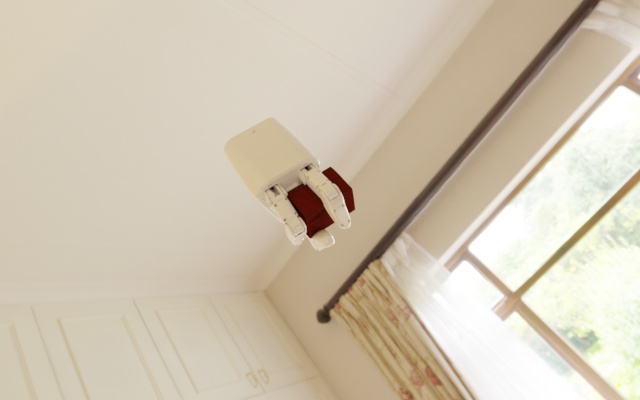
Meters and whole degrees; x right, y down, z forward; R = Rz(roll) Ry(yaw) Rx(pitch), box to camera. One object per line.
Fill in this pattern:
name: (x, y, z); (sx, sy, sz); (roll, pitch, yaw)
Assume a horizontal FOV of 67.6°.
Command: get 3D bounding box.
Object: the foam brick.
foam brick: (0.000, 0.002, 0.645); (0.078, 0.051, 0.053); (-32, -33, -15)
